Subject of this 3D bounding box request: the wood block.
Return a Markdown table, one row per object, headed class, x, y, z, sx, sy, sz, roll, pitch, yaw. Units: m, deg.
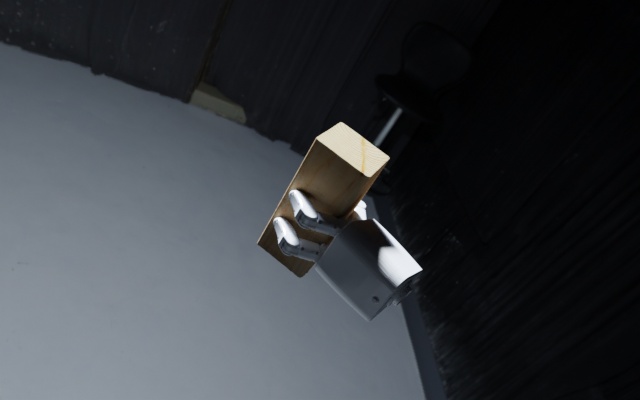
| class | x | y | z | sx | sy | sz | roll | pitch | yaw |
| --- | --- | --- | --- | --- | --- | --- | --- | --- | --- |
| wood block | 0.001 | 0.002 | 0.700 | 0.090 | 0.206 | 0.090 | 37 | 33 | 8 |
